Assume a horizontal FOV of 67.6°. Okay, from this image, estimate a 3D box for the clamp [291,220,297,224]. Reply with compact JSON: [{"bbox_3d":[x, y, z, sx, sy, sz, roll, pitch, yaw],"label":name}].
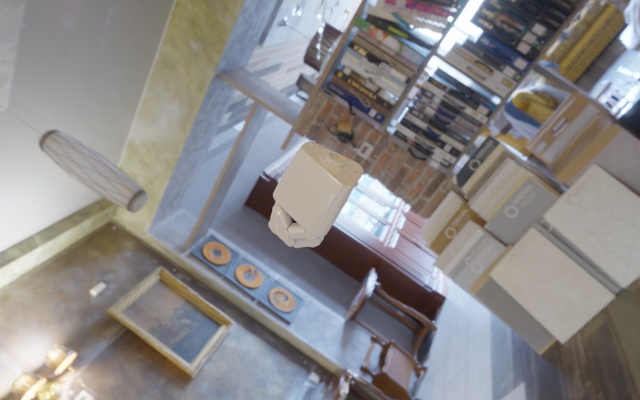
[{"bbox_3d":[0.000,0.003,0.875,0.039,0.120,0.171,32,32,4],"label":"clamp"}]
